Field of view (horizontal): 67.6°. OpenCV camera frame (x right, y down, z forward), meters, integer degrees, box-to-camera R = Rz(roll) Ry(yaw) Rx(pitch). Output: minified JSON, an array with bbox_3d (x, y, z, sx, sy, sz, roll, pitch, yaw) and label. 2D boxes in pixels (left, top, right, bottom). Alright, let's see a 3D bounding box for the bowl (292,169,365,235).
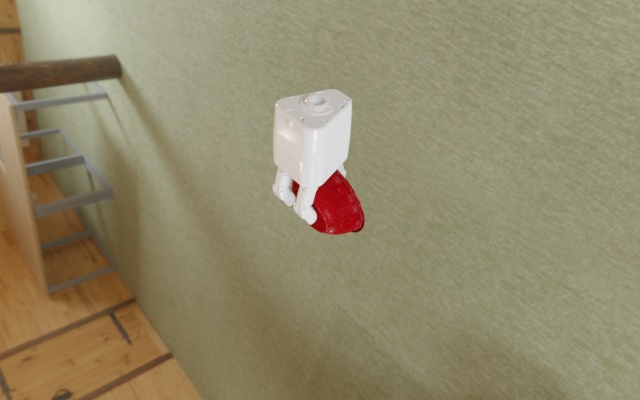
[{"bbox_3d":[0.000,0.004,0.811,0.055,0.162,0.162,-37,15,-21],"label":"bowl"}]
